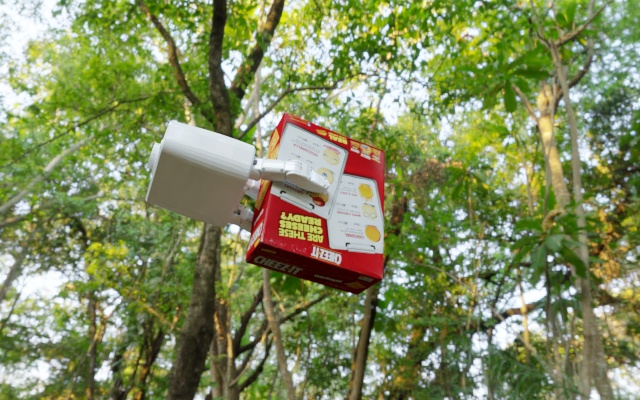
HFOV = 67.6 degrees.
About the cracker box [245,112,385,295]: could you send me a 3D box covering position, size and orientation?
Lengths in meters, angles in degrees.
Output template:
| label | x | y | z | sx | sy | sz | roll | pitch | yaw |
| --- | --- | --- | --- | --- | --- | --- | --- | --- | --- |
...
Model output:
| label | x | y | z | sx | sy | sz | roll | pitch | yaw |
| --- | --- | --- | --- | --- | --- | --- | --- | --- | --- |
| cracker box | 0.000 | 0.002 | 0.647 | 0.164 | 0.213 | 0.072 | 19 | -37 | -17 |
